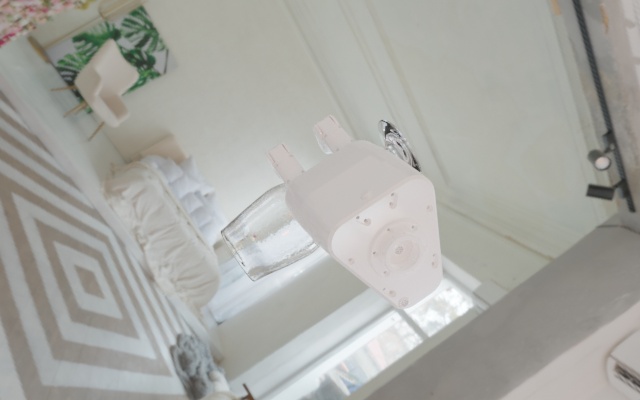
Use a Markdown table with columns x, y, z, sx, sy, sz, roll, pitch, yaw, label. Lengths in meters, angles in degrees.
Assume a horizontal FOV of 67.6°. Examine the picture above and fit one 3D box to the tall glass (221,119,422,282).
| x | y | z | sx | sy | sz | roll | pitch | yaw | label |
| --- | --- | --- | --- | --- | --- | --- | --- | --- | --- |
| 0.001 | 0.001 | 0.487 | 0.201 | 0.079 | 0.079 | -33 | 4 | -6 | tall glass |
